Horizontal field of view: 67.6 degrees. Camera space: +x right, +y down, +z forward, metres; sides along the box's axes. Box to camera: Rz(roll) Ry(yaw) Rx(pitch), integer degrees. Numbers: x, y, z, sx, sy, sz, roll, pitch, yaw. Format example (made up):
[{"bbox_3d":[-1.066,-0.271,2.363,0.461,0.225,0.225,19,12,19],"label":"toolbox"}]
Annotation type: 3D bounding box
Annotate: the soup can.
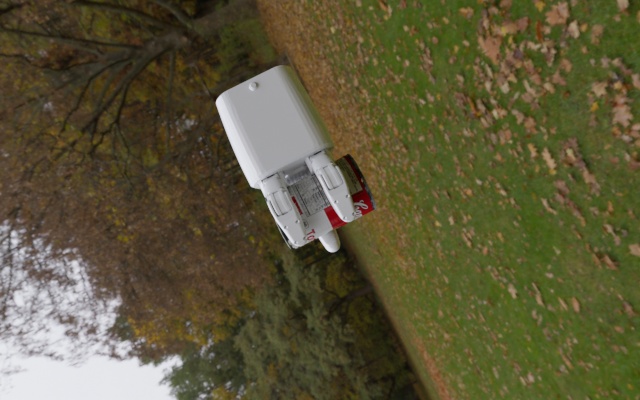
[{"bbox_3d":[0.000,0.002,0.518,0.102,0.068,0.068,-26,1,-1],"label":"soup can"}]
